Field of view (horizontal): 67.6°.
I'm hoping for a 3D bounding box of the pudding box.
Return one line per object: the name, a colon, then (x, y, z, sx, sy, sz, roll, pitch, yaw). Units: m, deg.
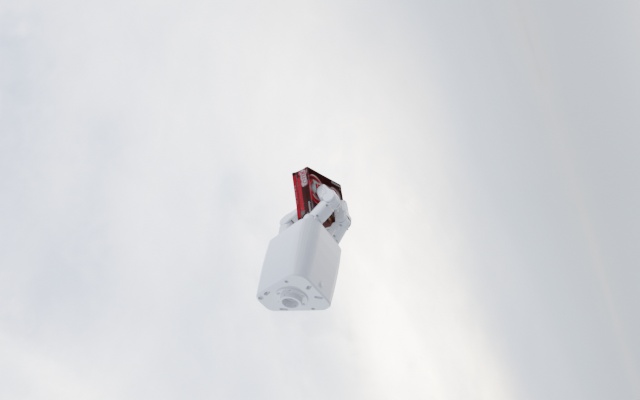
pudding box: (0.000, 0.003, 0.815, 0.039, 0.090, 0.113, -19, -24, 26)
